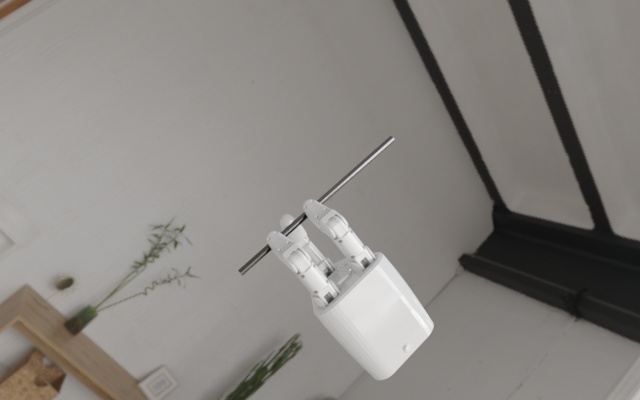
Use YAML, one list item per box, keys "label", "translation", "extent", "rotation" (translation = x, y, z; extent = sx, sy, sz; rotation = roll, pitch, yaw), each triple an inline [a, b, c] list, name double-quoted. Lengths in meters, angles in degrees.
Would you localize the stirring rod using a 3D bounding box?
- label: "stirring rod"
  translation: [0.000, 0.002, 0.549]
  extent: [0.239, 0.011, 0.011]
  rotation: [-41, 13, -15]
